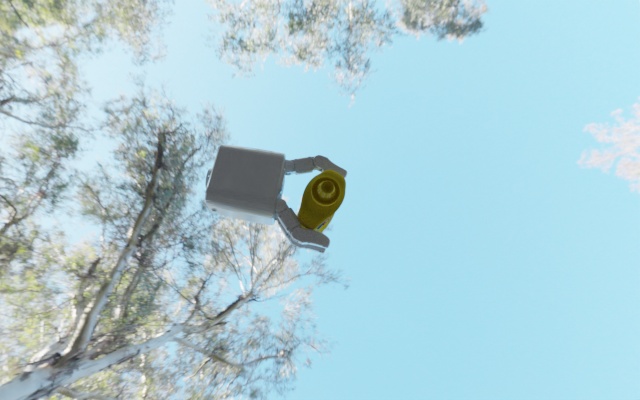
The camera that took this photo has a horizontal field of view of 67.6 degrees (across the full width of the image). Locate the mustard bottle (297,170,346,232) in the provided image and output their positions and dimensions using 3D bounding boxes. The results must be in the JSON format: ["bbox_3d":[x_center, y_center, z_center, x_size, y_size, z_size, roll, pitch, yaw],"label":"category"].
[{"bbox_3d":[0.000,0.003,0.737,0.058,0.096,0.192,34,-14,3],"label":"mustard bottle"}]
